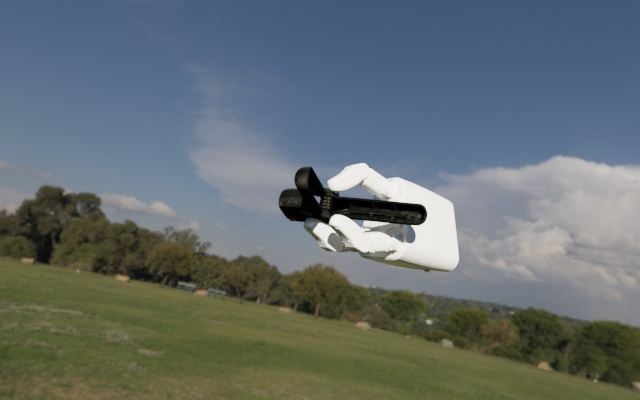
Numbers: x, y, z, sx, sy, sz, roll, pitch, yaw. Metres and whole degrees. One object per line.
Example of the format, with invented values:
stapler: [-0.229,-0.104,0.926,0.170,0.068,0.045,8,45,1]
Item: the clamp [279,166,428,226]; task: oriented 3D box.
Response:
clamp: [0.000,0.001,0.581,0.164,0.036,0.210,20,-15,-32]
